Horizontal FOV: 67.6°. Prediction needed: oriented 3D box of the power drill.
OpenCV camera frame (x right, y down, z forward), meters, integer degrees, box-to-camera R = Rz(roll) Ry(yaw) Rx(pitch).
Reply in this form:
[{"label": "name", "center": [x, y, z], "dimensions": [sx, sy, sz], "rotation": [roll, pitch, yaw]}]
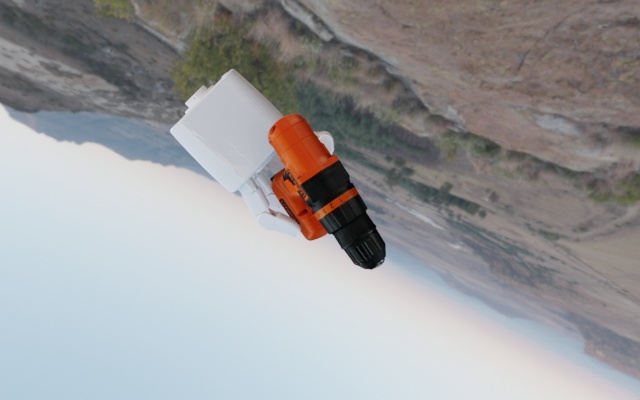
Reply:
[{"label": "power drill", "center": [0.000, 0.002, 0.567], "dimensions": [0.057, 0.184, 0.188], "rotation": [-31, -3, -13]}]
